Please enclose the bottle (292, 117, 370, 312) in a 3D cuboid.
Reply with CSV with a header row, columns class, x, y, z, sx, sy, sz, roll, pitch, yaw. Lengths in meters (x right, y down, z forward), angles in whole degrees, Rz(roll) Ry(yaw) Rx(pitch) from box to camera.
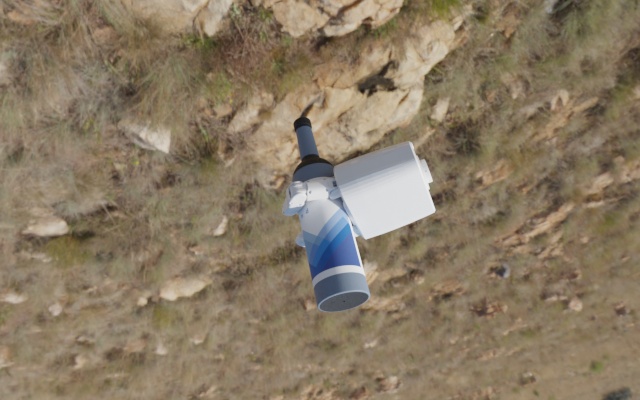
class,x,y,z,sx,sy,sz,roll,pitch,yaw
bottle,0.000,0.002,0.661,0.069,0.295,0.069,-10,-31,-6
